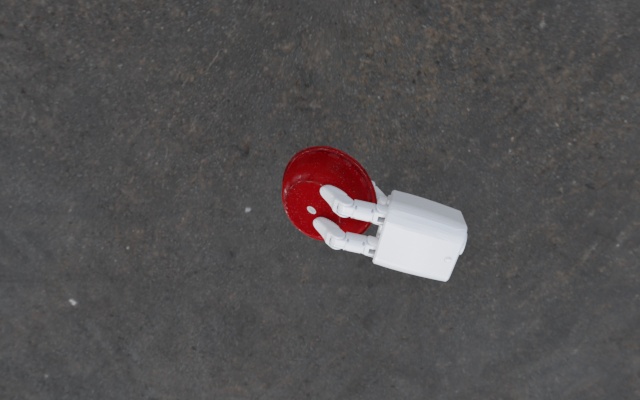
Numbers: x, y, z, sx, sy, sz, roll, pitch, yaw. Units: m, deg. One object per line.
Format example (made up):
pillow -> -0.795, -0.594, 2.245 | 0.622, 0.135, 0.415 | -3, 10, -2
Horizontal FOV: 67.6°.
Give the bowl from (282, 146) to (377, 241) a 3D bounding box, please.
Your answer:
bowl -> -0.001, 0.002, 0.719 | 0.162, 0.162, 0.055 | 0, 24, 29
